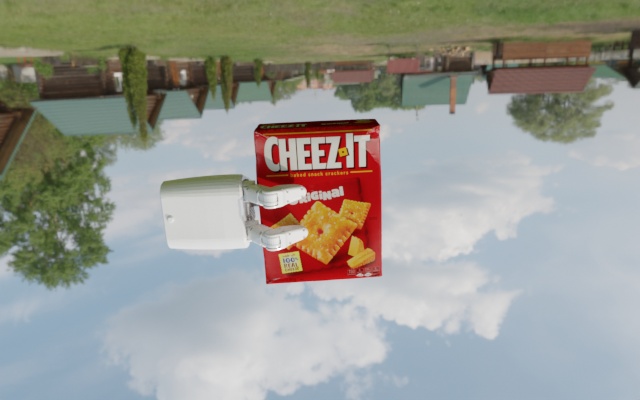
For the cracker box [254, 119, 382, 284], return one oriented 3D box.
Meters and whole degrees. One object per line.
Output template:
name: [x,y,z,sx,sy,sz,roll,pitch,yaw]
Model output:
cracker box: [0.000,0.002,0.651,0.164,0.214,0.072,-3,16,0]
